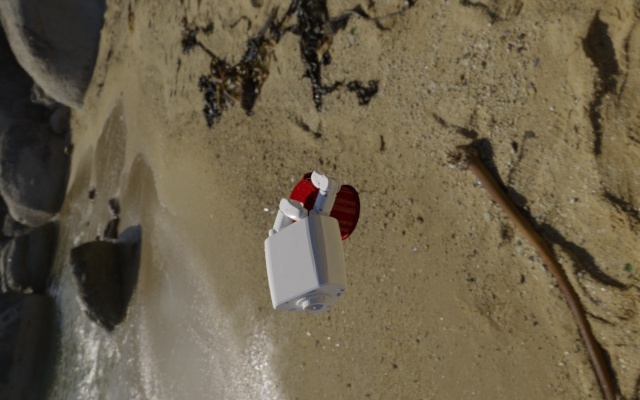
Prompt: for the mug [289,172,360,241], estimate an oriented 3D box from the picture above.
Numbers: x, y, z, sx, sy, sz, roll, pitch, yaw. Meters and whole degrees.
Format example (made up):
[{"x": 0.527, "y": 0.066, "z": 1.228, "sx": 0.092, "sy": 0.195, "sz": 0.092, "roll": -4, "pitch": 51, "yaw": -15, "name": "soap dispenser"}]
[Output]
[{"x": 0.000, "y": 0.001, "z": 0.753, "sx": 0.081, "sy": 0.117, "sz": 0.093, "roll": 13, "pitch": -39, "yaw": -33, "name": "mug"}]
